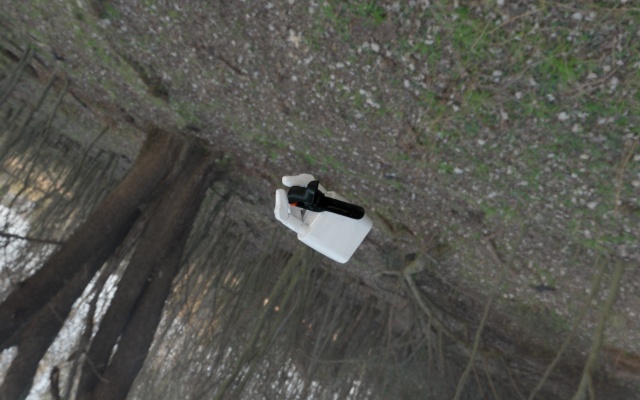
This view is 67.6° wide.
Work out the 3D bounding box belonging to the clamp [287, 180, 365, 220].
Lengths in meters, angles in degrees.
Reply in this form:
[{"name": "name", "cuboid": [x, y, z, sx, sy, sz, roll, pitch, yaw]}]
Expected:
[{"name": "clamp", "cuboid": [0.000, 0.003, 0.863, 0.120, 0.039, 0.171, 34, -13, -20]}]
